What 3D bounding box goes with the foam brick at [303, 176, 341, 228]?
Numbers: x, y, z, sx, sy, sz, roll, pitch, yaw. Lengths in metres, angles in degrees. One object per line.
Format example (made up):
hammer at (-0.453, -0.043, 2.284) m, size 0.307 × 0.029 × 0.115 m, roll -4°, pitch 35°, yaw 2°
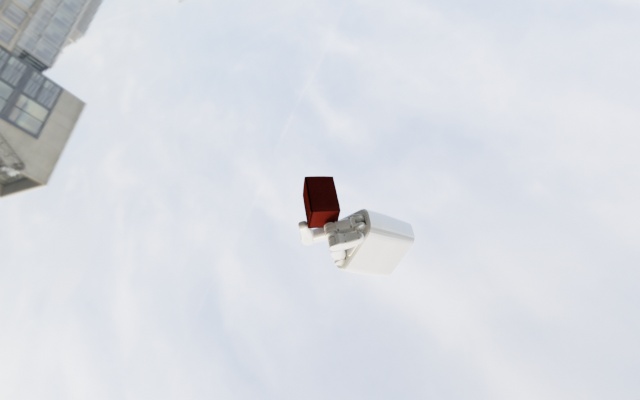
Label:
foam brick at (0.000, 0.002, 0.831) m, size 0.051 × 0.078 × 0.053 m, roll -3°, pitch -36°, yaw -10°
